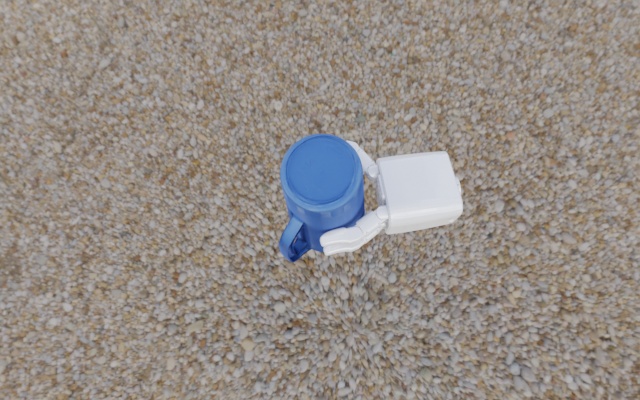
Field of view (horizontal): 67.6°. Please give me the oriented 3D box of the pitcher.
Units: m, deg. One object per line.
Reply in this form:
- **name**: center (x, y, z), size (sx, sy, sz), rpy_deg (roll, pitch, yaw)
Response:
- **pitcher**: center (0.000, 0.002, 0.720), size (0.145, 0.149, 0.243), rpy_deg (-6, -16, 1)
